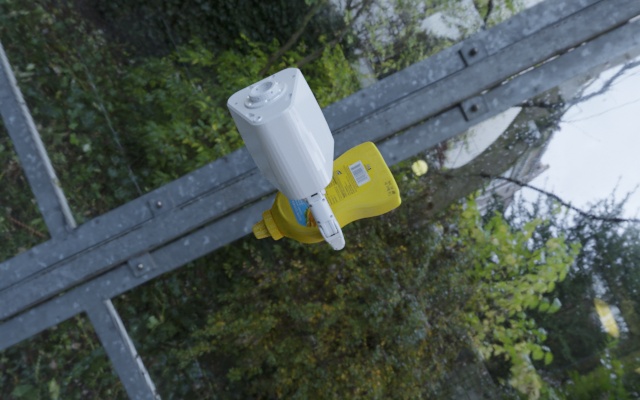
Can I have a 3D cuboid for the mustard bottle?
[{"bbox_3d":[0.000,0.002,0.623,0.191,0.096,0.058,-25,-29,2],"label":"mustard bottle"}]
